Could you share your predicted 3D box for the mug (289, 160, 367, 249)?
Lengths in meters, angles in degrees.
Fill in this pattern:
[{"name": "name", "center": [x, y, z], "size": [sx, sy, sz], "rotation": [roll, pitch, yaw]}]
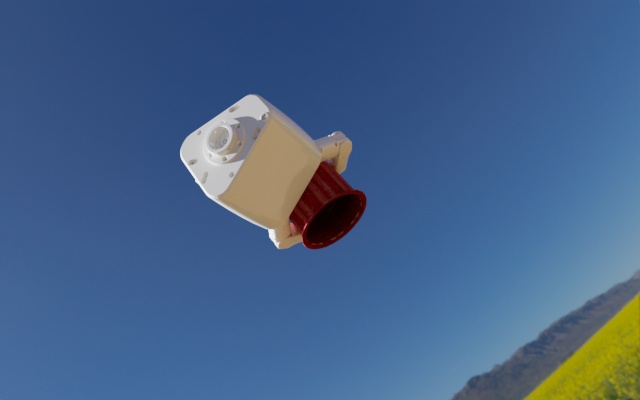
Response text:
[{"name": "mug", "center": [0.001, 0.002, 0.590], "size": [0.081, 0.093, 0.117], "rotation": [49, 7, 31]}]
